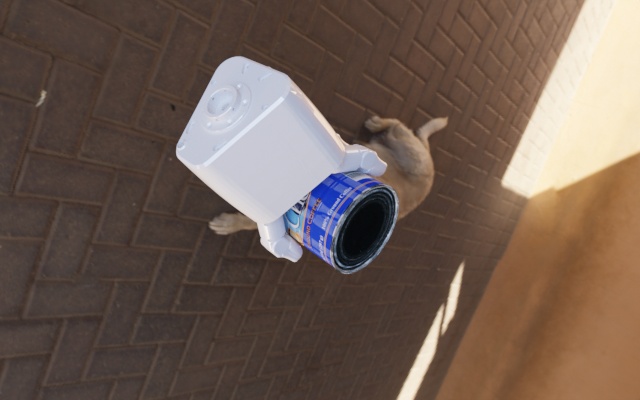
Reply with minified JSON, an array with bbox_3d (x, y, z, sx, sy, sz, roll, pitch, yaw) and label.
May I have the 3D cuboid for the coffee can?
[{"bbox_3d":[0.000,0.002,0.530,0.140,0.103,0.103,31,20,36],"label":"coffee can"}]
